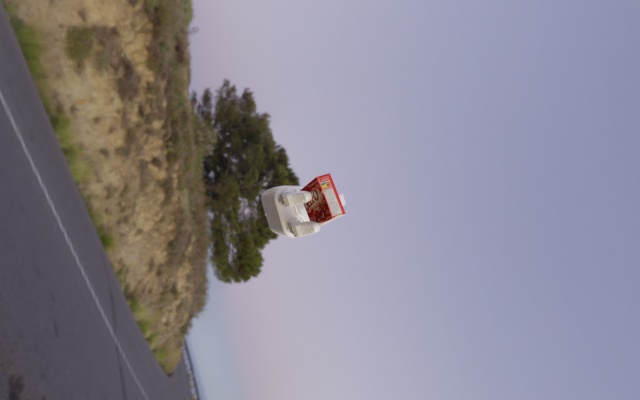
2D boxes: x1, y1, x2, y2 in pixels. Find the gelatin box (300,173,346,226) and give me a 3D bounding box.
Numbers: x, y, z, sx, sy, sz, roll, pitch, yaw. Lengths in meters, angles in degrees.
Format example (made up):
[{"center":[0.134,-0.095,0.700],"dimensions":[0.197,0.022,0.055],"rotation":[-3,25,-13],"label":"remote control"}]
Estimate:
[{"center":[0.001,0.002,0.807],"dimensions":[0.030,0.073,0.089],"rotation":[-18,-7,-27],"label":"gelatin box"}]
